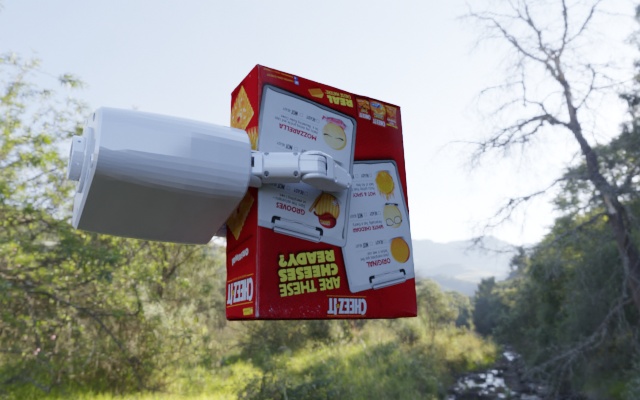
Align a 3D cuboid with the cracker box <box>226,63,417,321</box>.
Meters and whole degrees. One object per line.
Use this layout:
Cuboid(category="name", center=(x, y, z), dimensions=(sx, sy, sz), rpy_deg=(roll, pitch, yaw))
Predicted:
Cuboid(category="cracker box", center=(0.000, 0.001, 0.443), dimensions=(0.164, 0.213, 0.072), rpy_deg=(8, -18, -31))
